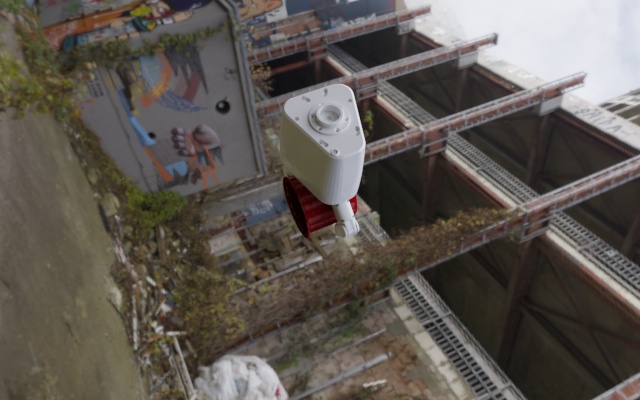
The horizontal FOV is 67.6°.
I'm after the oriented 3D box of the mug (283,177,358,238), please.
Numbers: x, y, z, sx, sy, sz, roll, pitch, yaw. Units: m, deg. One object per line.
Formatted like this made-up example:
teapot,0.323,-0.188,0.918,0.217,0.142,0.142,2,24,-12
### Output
mug,0.000,0.003,0.696,0.081,0.093,0.117,-21,-24,-14
